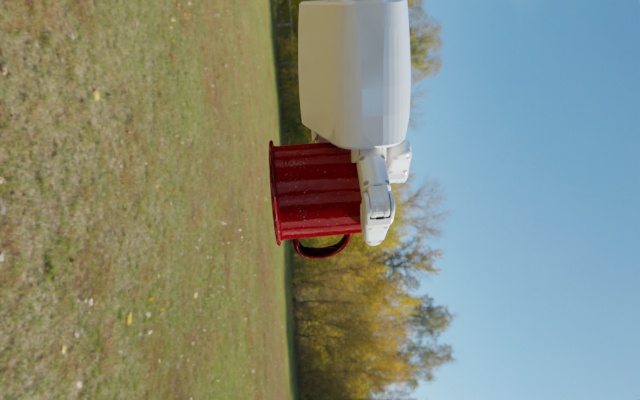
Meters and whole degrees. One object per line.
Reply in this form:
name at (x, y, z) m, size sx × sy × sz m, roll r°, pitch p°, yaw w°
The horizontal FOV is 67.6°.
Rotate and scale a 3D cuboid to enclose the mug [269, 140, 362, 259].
mug at (0.000, 0.003, 0.426) m, size 0.081 × 0.117 × 0.093 m, roll -4°, pitch 25°, yaw -2°
